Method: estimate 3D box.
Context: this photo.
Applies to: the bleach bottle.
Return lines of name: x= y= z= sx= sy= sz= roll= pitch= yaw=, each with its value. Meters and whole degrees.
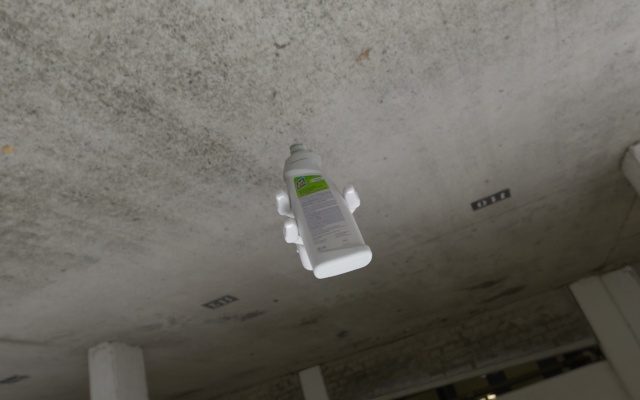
bleach bottle: x=0.000 y=0.003 z=0.828 sx=0.102 sy=0.250 sz=0.068 roll=-15 pitch=-28 yaw=-7
